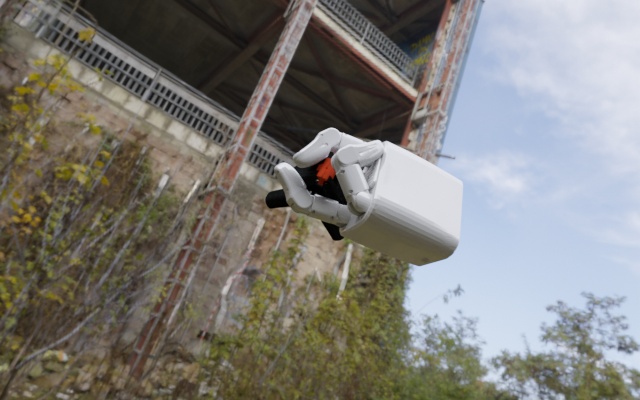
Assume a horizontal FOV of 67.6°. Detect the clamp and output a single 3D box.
[{"bbox_3d":[0.000,0.001,0.598,0.120,0.039,0.171,25,-21,-10],"label":"clamp"}]
